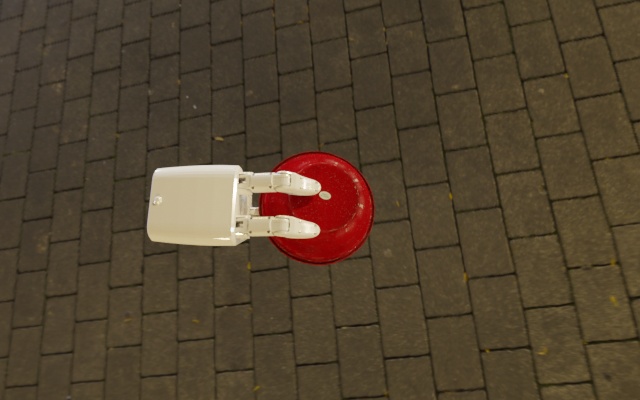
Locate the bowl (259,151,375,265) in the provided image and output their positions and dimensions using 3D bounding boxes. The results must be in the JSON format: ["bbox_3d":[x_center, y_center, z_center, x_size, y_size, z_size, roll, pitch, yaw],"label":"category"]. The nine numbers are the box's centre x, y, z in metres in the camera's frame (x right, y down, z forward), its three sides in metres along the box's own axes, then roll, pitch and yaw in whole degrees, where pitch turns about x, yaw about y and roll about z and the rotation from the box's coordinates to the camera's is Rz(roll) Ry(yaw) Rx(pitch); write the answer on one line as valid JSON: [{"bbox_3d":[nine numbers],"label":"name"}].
[{"bbox_3d":[0.001,0.002,0.632,0.162,0.162,0.055,0,-15,-10],"label":"bowl"}]
